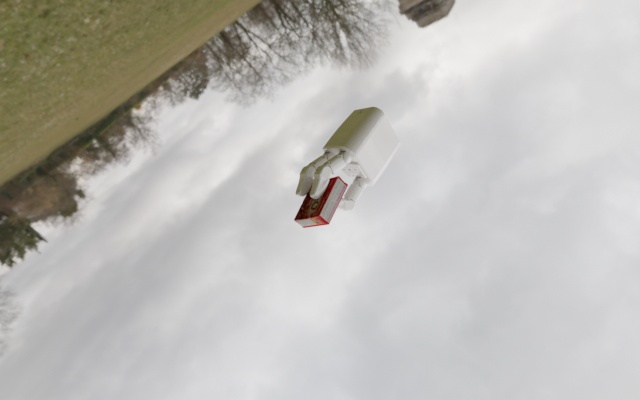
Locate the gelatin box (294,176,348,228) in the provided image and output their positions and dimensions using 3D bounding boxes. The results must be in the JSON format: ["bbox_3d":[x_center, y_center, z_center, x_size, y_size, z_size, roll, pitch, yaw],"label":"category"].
[{"bbox_3d":[0.000,0.003,0.841,0.030,0.089,0.073,40,-29,-27],"label":"gelatin box"}]
